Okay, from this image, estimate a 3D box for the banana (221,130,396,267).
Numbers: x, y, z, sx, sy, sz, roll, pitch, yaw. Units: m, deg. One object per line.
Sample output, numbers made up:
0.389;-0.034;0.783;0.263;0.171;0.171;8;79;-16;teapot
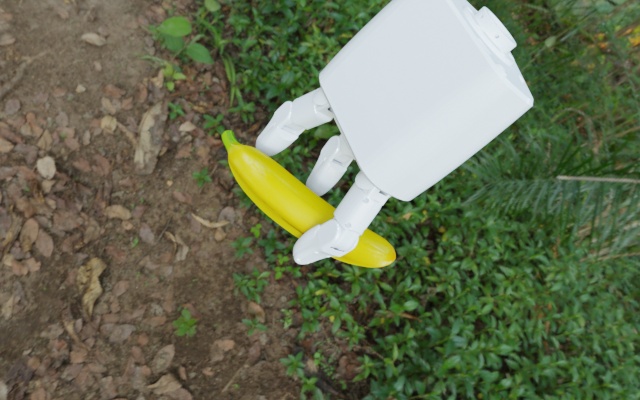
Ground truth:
-0.005;0.009;0.408;0.198;0.037;0.069;38;29;-16;banana
